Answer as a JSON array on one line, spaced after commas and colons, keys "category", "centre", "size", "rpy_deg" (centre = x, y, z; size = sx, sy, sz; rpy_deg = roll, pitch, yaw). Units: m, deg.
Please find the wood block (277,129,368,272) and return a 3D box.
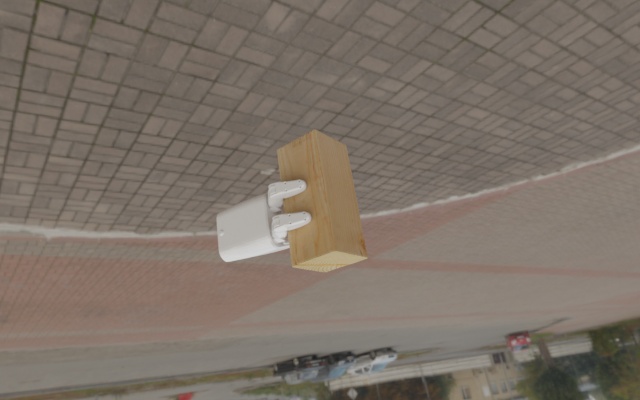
[{"category": "wood block", "centre": [0.000, 0.003, 0.783], "size": [0.090, 0.206, 0.091], "rpy_deg": [-24, -26, 32]}]
